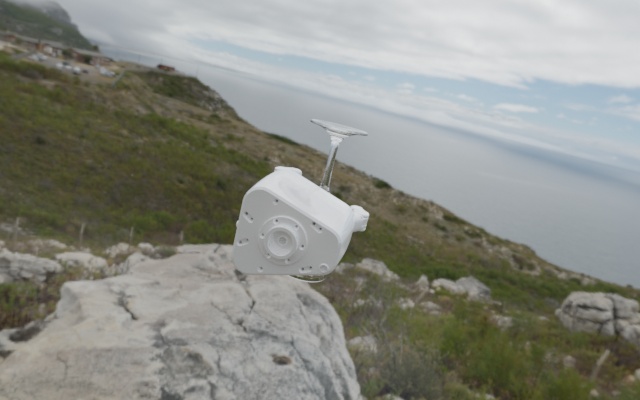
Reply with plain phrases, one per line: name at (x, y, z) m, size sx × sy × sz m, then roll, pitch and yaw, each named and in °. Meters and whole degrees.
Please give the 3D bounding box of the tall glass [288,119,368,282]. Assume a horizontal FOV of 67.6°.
tall glass at (0.000, 0.001, 0.617) m, size 0.079 × 0.201 × 0.079 m, roll 13°, pitch 13°, yaw -3°
